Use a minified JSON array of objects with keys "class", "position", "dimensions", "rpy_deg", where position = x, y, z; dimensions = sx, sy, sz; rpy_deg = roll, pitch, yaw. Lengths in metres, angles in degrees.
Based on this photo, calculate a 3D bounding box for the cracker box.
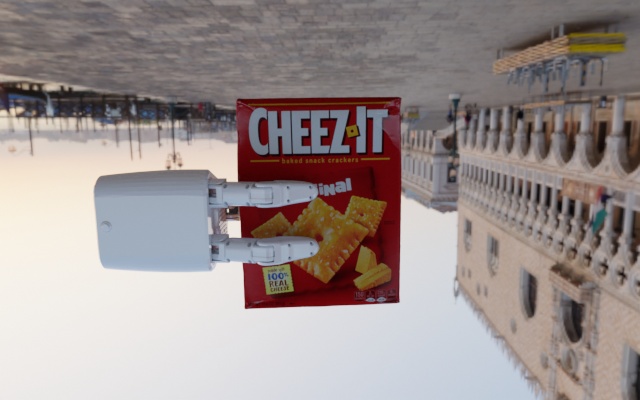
[{"class":"cracker box","position":[0.000,0.002,0.500],"dimensions":[0.164,0.214,0.072],"rpy_deg":[-1,9,-1]}]
